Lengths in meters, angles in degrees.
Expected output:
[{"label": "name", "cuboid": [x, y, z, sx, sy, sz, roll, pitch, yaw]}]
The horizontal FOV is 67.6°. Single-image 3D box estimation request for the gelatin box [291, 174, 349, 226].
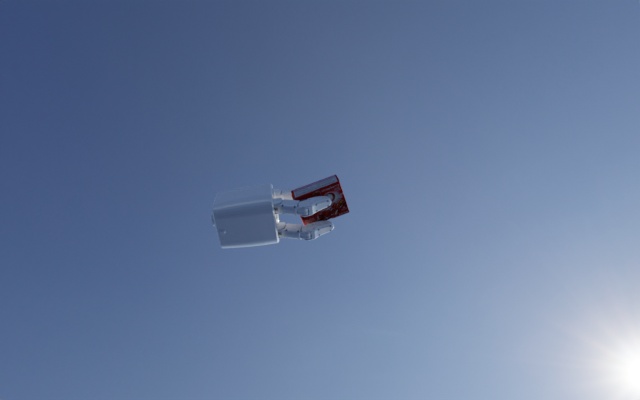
[{"label": "gelatin box", "cuboid": [0.000, 0.002, 0.864, 0.089, 0.073, 0.030, -21, 35, 0]}]
